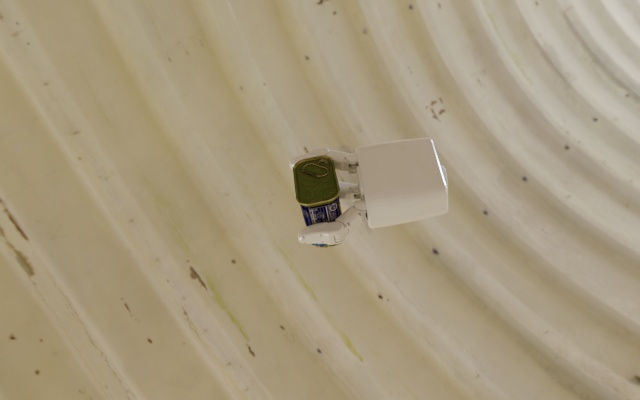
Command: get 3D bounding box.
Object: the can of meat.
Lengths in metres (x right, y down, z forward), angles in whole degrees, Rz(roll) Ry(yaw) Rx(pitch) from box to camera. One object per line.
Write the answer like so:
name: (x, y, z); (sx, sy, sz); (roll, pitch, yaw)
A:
can of meat: (0.000, 0.002, 0.656); (0.057, 0.084, 0.102); (-12, 39, 1)
